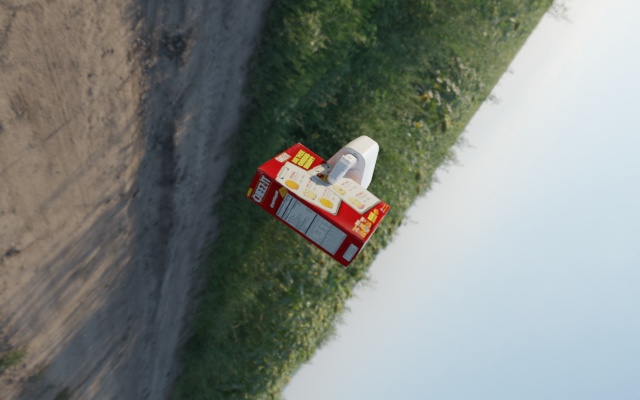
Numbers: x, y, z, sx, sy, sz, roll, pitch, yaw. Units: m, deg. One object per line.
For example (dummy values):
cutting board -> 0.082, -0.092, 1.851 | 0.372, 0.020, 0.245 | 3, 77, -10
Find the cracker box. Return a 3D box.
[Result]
cracker box -> 0.000, 0.003, 0.842 | 0.213, 0.072, 0.164 | 35, 30, 7
